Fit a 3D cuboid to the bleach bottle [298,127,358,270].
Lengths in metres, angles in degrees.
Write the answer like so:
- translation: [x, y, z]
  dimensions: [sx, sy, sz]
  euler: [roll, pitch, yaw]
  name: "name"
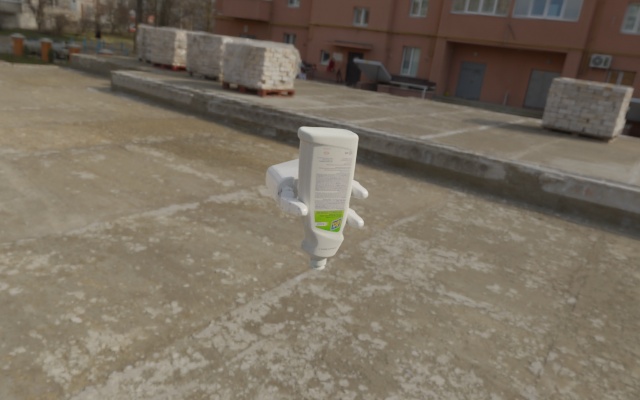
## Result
- translation: [0.000, 0.003, 0.832]
  dimensions: [0.102, 0.251, 0.068]
  euler: [0, 20, -20]
  name: "bleach bottle"
